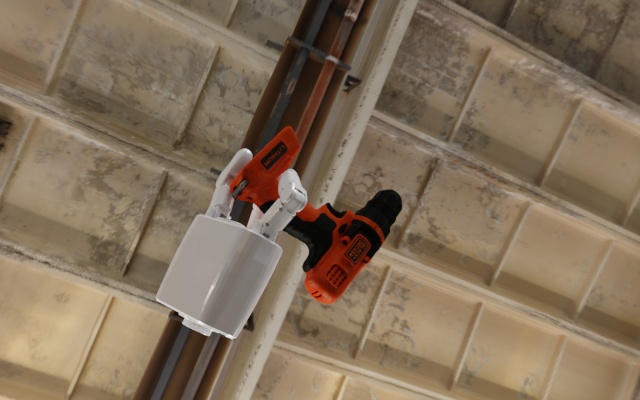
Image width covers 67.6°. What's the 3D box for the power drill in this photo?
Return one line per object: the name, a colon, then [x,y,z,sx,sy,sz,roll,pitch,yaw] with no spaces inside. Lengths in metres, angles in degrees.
power drill: [0.000,0.002,0.580,0.184,0.187,0.057,-48,4,-35]
